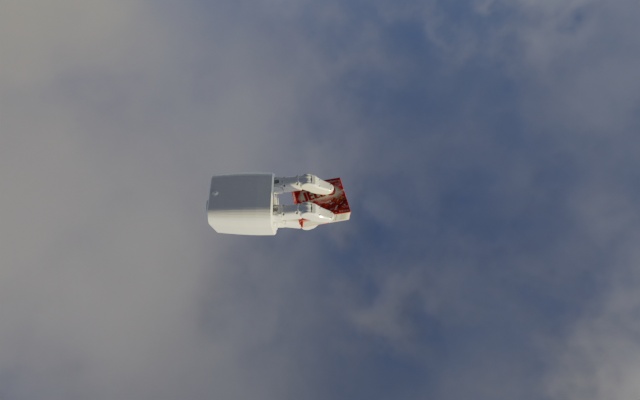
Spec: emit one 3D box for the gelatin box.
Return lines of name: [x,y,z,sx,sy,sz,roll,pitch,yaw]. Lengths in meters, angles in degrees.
gelatin box: [0.000,0.003,0.825,0.089,0.073,0.030,-9,-31,-12]
